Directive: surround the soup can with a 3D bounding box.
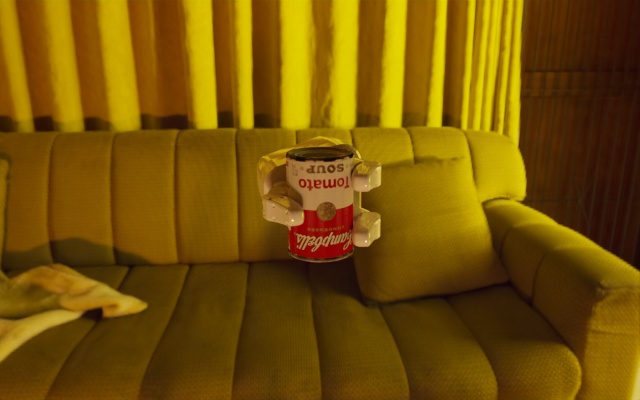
[{"bbox_3d":[0.000,0.001,0.475,0.068,0.102,0.068,-1,15,0],"label":"soup can"}]
